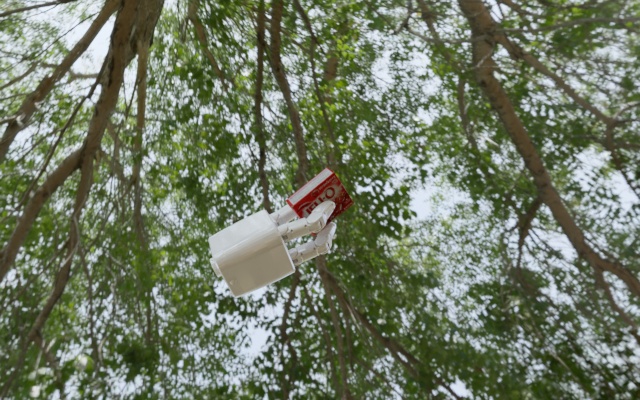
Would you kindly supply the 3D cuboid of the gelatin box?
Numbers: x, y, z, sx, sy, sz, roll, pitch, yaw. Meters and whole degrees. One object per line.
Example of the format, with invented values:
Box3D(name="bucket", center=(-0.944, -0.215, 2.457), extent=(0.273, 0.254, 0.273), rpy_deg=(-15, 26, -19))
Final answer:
Box3D(name="gelatin box", center=(0.000, 0.002, 0.773), extent=(0.089, 0.073, 0.030), rpy_deg=(-39, 35, -6))
